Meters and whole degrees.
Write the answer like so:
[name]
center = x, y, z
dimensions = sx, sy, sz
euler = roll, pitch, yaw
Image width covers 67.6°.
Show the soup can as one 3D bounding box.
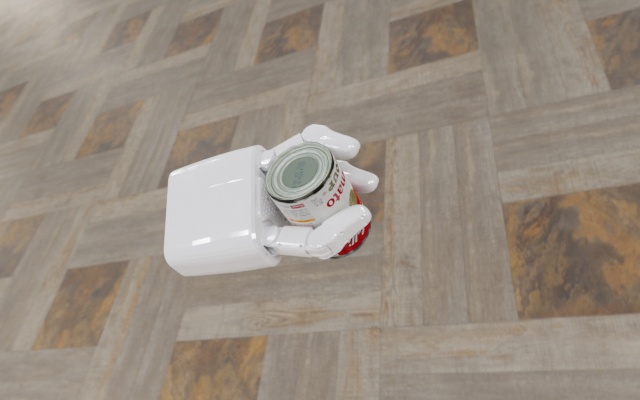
[soup can]
center = 0.000, 0.001, 0.451
dimensions = 0.068, 0.068, 0.102
euler = 0, -34, 29
